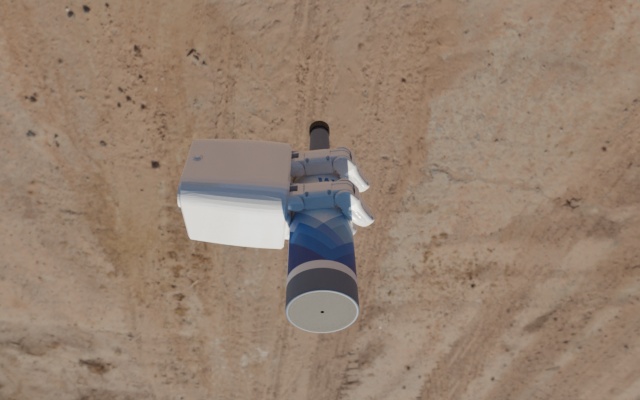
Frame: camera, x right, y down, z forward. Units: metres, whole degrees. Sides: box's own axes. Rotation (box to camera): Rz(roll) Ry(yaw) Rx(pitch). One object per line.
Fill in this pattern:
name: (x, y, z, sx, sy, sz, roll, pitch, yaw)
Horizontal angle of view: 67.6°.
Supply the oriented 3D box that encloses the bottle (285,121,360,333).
bottle: (0.000, 0.002, 0.534, 0.069, 0.069, 0.295, 0, 42, -1)
